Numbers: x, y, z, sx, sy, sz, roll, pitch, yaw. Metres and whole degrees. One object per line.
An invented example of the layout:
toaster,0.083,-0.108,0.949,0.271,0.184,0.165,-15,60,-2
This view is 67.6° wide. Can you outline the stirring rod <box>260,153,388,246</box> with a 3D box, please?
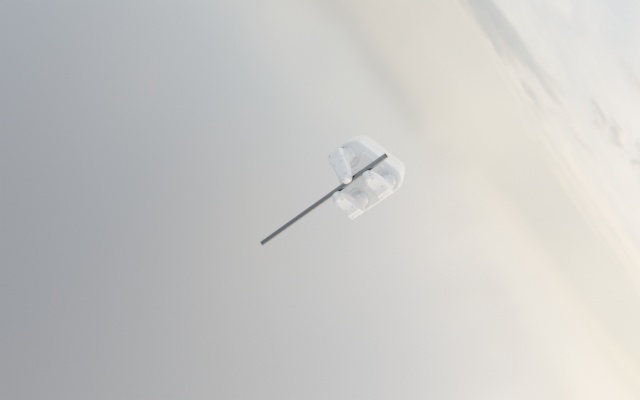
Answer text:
stirring rod,0.000,0.002,0.708,0.239,0.011,0.011,-35,-14,21
